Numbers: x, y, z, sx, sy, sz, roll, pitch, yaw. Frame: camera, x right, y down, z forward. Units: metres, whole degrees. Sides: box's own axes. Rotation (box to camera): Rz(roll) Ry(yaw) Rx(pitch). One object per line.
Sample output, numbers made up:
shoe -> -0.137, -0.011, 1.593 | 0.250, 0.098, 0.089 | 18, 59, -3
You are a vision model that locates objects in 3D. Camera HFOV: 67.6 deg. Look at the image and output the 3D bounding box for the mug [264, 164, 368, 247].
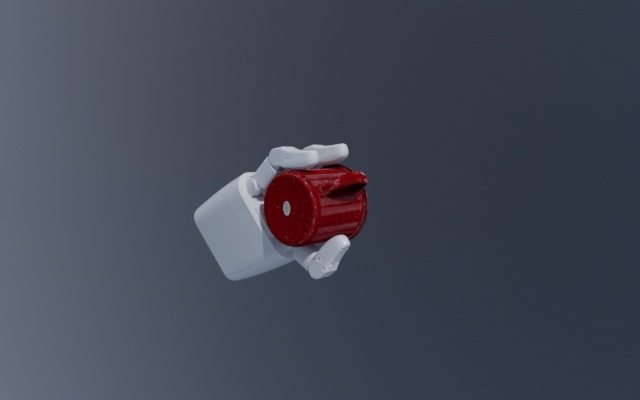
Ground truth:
mug -> 0.001, 0.001, 0.520 | 0.117, 0.093, 0.081 | -31, -15, 38
